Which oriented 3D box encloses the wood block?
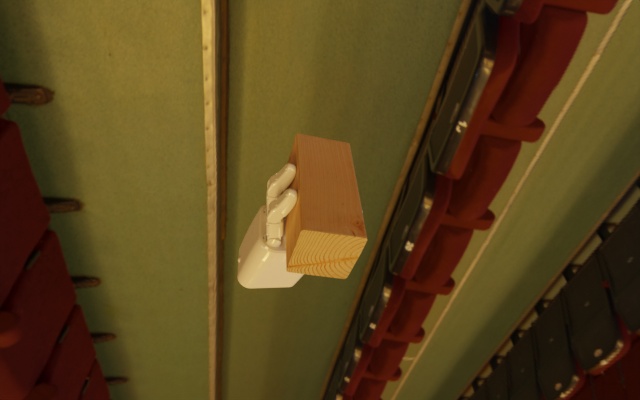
[{"bbox_3d":[0.000,0.003,0.706,0.091,0.090,0.206,9,42,-14],"label":"wood block"}]
